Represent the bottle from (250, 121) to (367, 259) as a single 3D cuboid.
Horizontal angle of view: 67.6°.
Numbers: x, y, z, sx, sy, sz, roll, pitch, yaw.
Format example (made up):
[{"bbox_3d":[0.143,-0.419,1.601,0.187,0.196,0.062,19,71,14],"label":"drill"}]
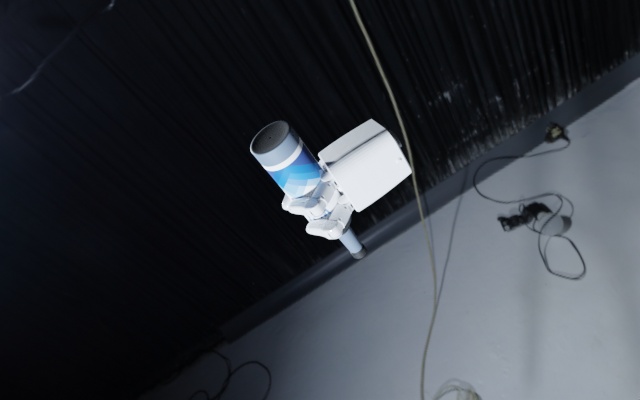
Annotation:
[{"bbox_3d":[0.000,0.002,0.755,0.069,0.069,0.296,0,-38,37],"label":"bottle"}]
